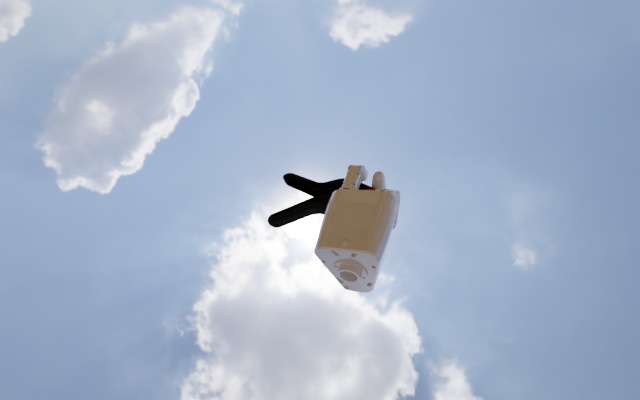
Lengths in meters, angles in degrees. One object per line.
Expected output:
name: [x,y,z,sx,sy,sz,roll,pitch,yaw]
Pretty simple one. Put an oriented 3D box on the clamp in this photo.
clamp: [0.000,0.003,0.756,0.171,0.120,0.039,3,-41,22]
